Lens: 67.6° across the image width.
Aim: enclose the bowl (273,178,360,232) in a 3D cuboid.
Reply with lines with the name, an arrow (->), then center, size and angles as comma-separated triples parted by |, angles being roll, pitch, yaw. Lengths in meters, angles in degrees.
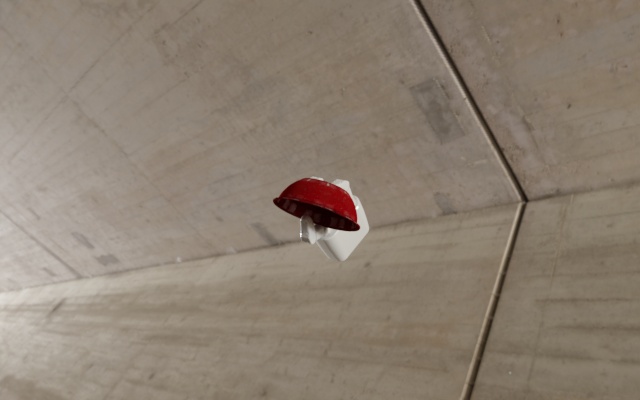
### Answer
bowl -> 0.000, 0.002, 0.843 | 0.162, 0.055, 0.162 | 17, -13, 4
